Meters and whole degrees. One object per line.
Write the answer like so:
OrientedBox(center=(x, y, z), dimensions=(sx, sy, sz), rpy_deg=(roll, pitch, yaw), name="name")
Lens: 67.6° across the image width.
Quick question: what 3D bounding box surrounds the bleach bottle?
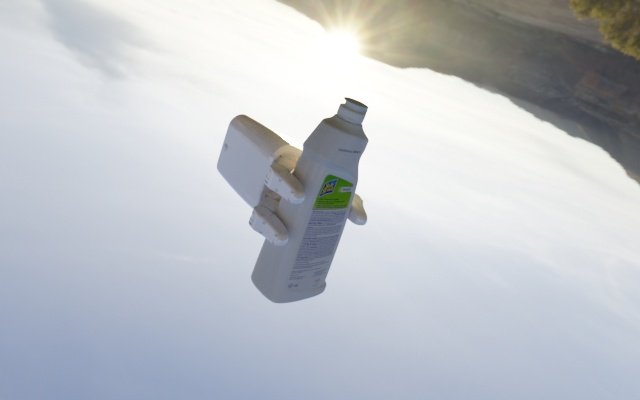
OrientedBox(center=(0.000, 0.002, 0.564), dimensions=(0.102, 0.251, 0.068), rpy_deg=(-4, 34, -47), name="bleach bottle")
